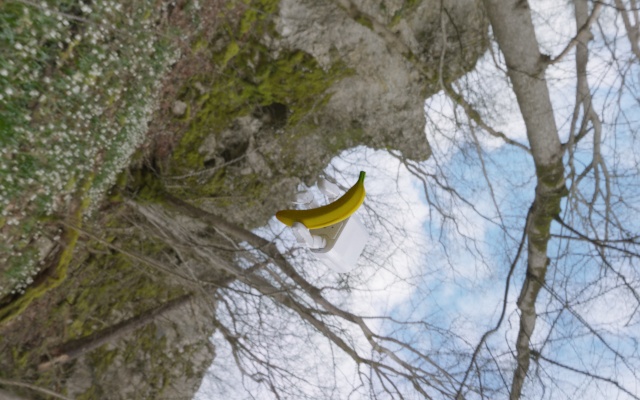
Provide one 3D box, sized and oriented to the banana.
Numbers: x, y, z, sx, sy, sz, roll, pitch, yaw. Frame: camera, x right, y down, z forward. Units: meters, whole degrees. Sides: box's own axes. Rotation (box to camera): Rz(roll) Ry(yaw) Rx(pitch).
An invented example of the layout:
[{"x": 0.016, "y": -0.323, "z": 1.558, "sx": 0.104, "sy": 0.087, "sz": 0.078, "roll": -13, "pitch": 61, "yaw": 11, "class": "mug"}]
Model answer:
[{"x": 0.006, "y": 0.016, "z": 0.880, "sx": 0.198, "sy": 0.069, "sz": 0.037, "roll": -24, "pitch": -37, "yaw": 18, "class": "banana"}]
